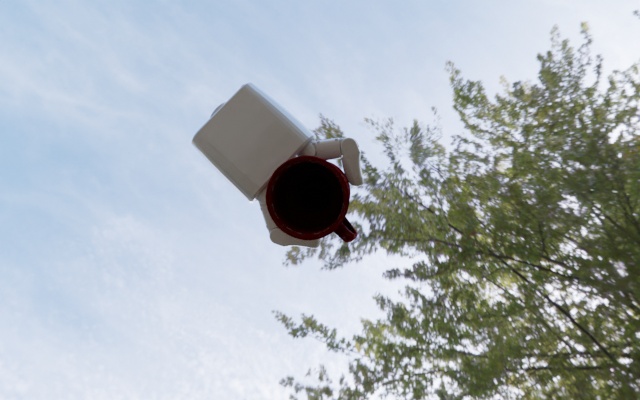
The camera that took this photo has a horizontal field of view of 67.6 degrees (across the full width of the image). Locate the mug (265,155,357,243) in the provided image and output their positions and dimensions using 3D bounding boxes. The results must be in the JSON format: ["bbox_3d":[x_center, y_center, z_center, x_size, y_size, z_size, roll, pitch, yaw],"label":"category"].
[{"bbox_3d":[0.001,0.003,0.558,0.117,0.093,0.081,44,11,2],"label":"mug"}]
